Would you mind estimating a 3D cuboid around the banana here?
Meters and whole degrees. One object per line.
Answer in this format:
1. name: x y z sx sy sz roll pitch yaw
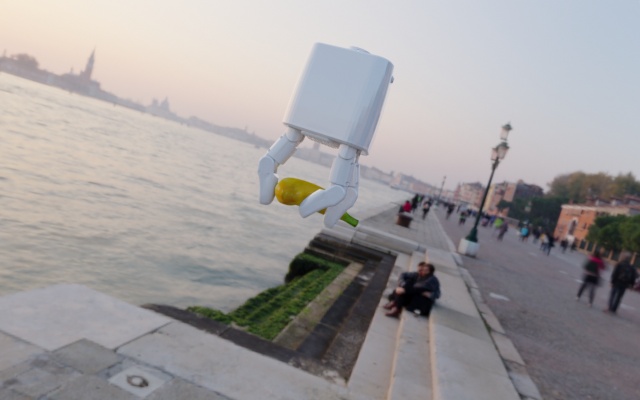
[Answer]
1. banana: -0.013 -0.004 0.634 0.069 0.037 0.198 24 2 31
